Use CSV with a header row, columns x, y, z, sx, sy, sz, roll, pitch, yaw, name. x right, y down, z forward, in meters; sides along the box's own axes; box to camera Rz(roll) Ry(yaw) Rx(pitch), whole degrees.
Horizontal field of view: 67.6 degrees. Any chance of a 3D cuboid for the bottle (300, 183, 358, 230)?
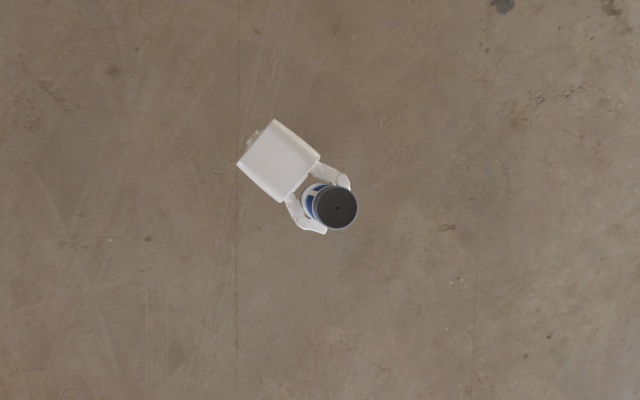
x,y,z,sx,sy,sz,roll,pitch,yaw,name
0.000,0.003,0.862,0.069,0.069,0.295,0,3,-10,bottle
